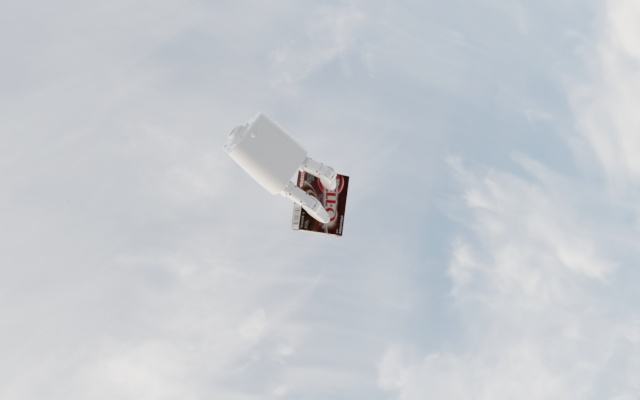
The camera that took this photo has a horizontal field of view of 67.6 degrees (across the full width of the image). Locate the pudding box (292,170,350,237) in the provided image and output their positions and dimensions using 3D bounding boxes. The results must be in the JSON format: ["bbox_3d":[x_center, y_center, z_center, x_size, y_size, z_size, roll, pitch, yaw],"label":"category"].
[{"bbox_3d":[0.000,0.003,0.850,0.090,0.113,0.039,10,-5,-28],"label":"pudding box"}]
